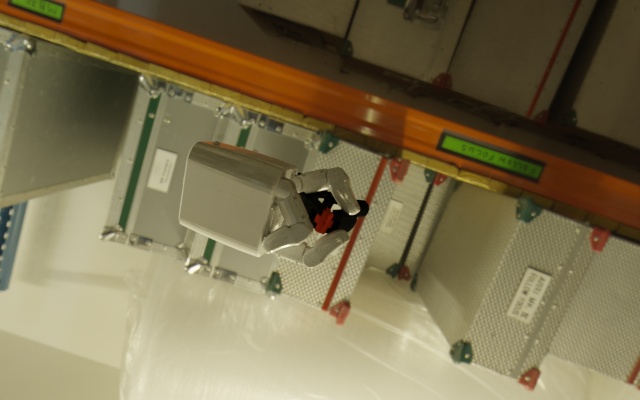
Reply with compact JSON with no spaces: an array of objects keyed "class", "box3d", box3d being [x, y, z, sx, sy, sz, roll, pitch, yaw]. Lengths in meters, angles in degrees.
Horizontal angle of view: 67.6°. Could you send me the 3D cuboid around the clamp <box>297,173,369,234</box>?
[{"class":"clamp","box3d":[0.000,0.003,0.616,0.120,0.039,0.171,19,10,8]}]
